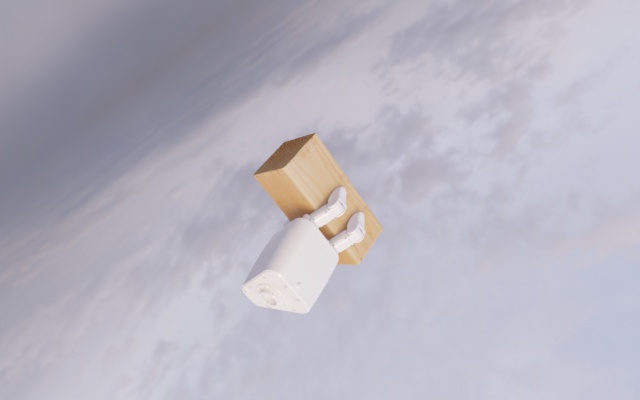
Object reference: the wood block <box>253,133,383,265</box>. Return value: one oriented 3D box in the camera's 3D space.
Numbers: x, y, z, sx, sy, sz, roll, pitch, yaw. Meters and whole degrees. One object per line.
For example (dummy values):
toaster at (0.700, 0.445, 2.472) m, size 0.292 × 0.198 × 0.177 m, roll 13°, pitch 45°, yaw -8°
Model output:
wood block at (0.000, 0.003, 0.784) m, size 0.091 × 0.206 × 0.090 m, roll -7°, pitch 37°, yaw 50°
